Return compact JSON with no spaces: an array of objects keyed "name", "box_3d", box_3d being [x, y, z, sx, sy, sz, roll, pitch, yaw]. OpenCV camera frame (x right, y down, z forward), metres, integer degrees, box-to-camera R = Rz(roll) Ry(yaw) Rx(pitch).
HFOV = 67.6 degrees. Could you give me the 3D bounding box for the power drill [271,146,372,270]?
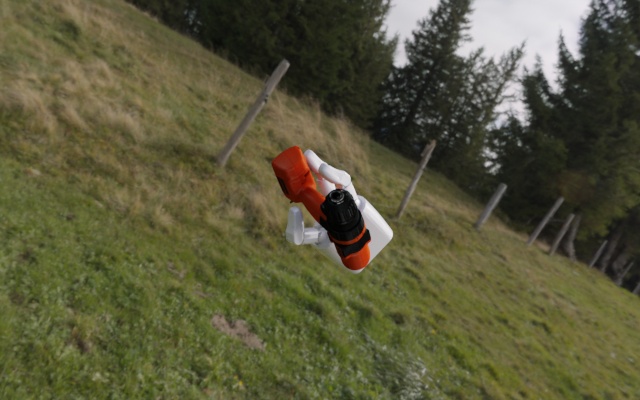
[{"name":"power drill","box_3d":[0.000,0.002,0.706,0.057,0.187,0.185,-33,-35,-11]}]
